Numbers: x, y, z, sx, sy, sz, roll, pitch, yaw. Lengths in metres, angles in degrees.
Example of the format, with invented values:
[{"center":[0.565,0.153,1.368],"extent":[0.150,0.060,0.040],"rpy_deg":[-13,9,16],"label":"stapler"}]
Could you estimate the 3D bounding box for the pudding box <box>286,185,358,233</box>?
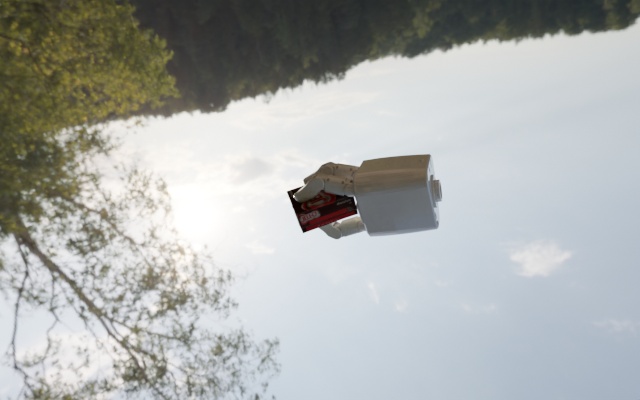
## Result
[{"center":[0.000,0.003,0.748],"extent":[0.090,0.039,0.113],"rpy_deg":[-19,20,-6],"label":"pudding box"}]
